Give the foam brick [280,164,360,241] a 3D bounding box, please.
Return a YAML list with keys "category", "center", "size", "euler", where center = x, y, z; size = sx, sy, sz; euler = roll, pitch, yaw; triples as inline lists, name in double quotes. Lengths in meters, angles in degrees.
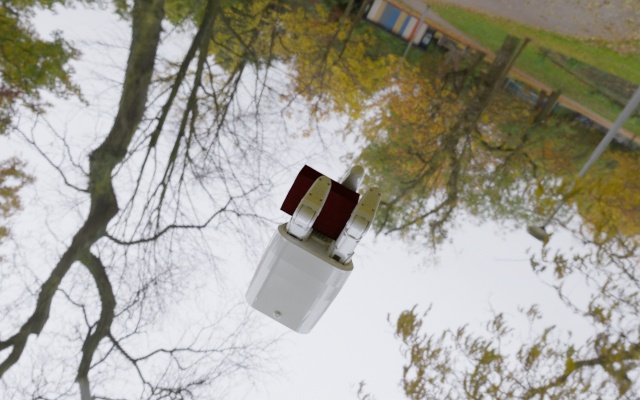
- category: "foam brick"
  center: [0.000, 0.002, 0.558]
  size: [0.078, 0.051, 0.053]
  euler: [29, 17, 1]
